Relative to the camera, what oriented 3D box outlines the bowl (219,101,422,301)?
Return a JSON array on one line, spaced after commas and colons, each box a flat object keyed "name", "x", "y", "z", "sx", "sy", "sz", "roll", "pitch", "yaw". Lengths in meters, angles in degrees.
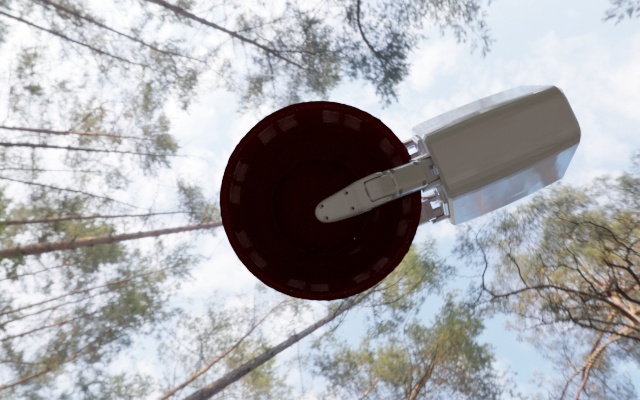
[{"name": "bowl", "x": -0.001, "y": 0.002, "z": 0.405, "sx": 0.162, "sy": 0.162, "sz": 0.055, "roll": 0, "pitch": -7, "yaw": 0}]
